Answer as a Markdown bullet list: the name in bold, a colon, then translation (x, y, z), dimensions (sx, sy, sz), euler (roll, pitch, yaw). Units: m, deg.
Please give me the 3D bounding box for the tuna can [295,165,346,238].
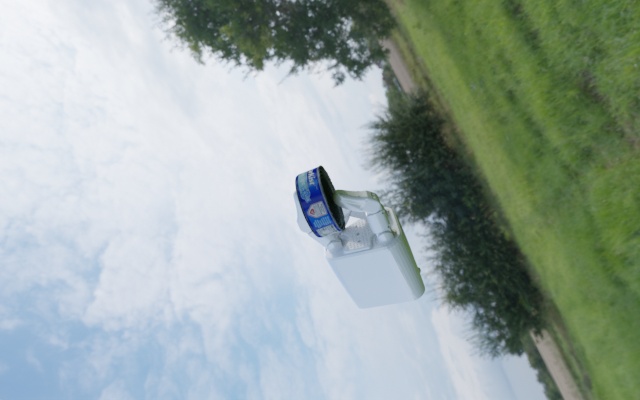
- **tuna can**: translation (0.000, 0.002, 0.592), dimensions (0.034, 0.086, 0.086), euler (-20, -4, 11)
